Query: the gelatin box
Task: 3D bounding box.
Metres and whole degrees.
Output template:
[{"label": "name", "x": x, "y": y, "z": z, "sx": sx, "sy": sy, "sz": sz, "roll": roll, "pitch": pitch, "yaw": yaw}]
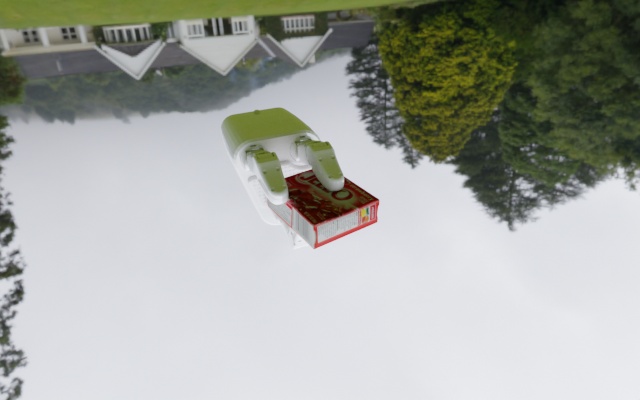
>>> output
[{"label": "gelatin box", "x": 0.000, "y": 0.002, "z": 0.456, "sx": 0.073, "sy": 0.030, "sz": 0.089, "roll": -20, "pitch": 37, "yaw": -28}]
